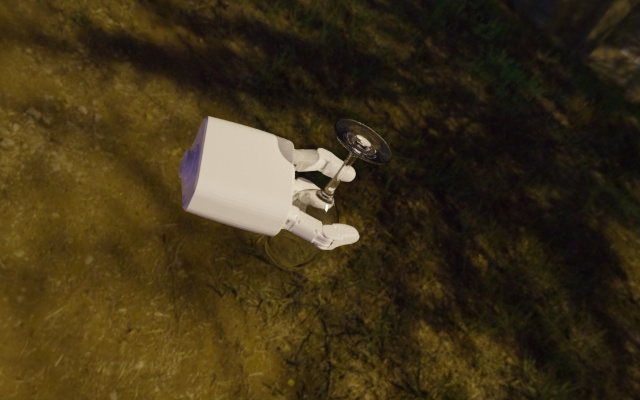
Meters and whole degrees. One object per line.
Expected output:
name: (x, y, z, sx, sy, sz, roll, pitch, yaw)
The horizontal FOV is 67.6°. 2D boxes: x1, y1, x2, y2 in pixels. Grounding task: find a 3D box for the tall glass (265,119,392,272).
tall glass: (0.001, 0.002, 0.581, 0.079, 0.079, 0.201, 0, -43, -40)
